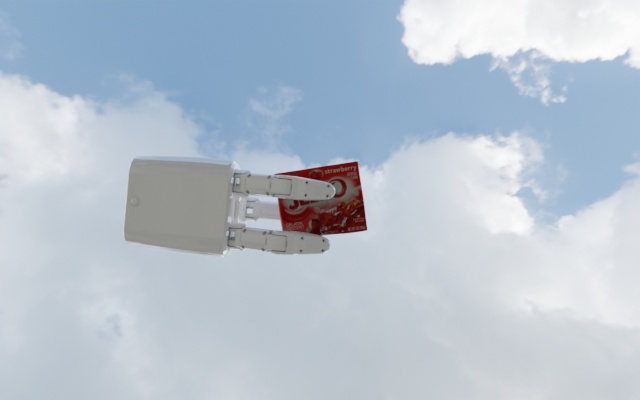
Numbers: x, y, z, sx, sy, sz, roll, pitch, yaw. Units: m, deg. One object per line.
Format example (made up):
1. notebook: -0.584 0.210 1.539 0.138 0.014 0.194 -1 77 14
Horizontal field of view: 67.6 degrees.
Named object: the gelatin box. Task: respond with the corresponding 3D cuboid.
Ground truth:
1. gelatin box: 0.000 0.002 0.501 0.089 0.073 0.030 -8 -1 -2
